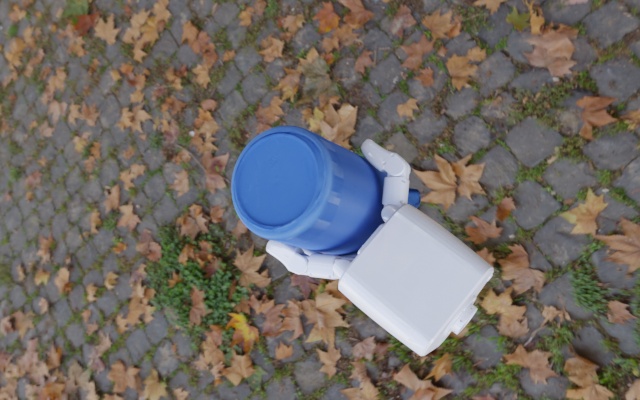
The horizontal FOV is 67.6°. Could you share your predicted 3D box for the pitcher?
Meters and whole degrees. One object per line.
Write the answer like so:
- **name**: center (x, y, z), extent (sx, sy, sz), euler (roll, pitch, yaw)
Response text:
- **pitcher**: center (0.000, 0.002, 0.542), extent (0.145, 0.149, 0.243), euler (38, 8, 25)
